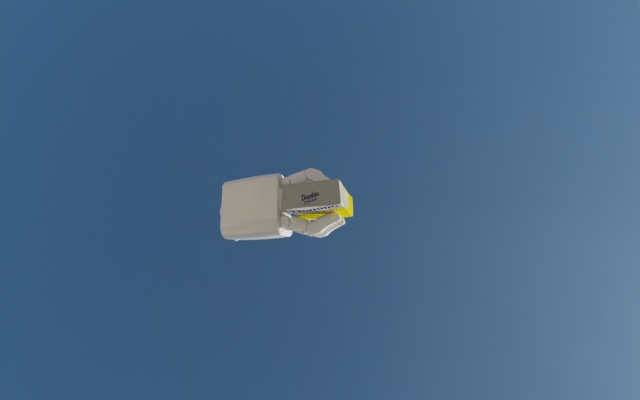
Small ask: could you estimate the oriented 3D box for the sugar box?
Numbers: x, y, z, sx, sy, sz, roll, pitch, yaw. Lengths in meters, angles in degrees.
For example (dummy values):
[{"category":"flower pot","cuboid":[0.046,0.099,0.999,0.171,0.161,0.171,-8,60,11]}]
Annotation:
[{"category":"sugar box","cuboid":[0.000,0.003,0.811,0.093,0.048,0.176,-6,-7,10]}]
